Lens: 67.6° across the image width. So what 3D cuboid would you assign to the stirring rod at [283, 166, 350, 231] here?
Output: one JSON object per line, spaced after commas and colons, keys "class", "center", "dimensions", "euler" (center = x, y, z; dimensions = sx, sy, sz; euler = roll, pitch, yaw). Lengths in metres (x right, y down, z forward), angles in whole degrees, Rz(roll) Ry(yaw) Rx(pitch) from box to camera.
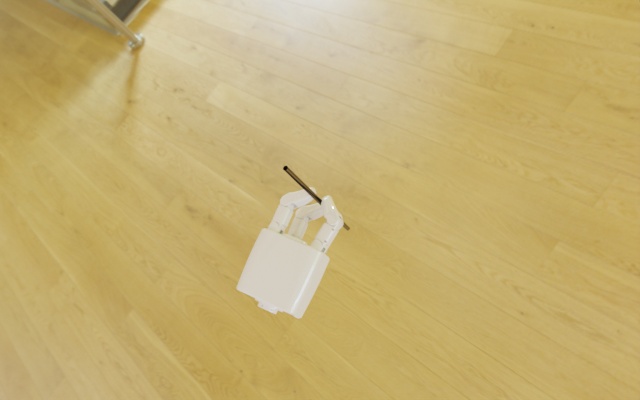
{"class": "stirring rod", "center": [0.000, 0.003, 0.781], "dimensions": [0.011, 0.011, 0.240], "euler": [0, -24, 27]}
